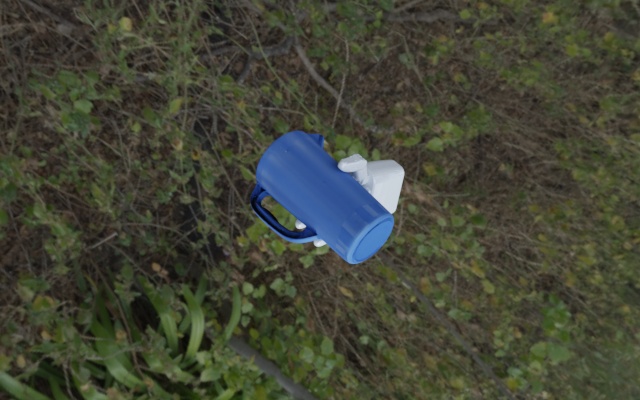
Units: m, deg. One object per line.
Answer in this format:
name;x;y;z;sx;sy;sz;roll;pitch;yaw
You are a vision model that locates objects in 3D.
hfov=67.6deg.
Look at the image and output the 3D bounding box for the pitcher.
pitcher;0.000;0.003;0.834;0.145;0.149;0.242;-14;47;-47
